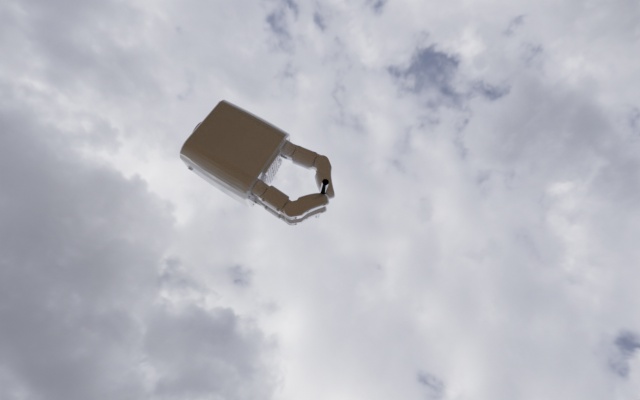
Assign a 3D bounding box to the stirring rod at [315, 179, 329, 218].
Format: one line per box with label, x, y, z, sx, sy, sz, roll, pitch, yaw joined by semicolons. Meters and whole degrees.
stirring rod;0.000;0.002;0.677;0.011;0.011;0.239;0;-11;-3
